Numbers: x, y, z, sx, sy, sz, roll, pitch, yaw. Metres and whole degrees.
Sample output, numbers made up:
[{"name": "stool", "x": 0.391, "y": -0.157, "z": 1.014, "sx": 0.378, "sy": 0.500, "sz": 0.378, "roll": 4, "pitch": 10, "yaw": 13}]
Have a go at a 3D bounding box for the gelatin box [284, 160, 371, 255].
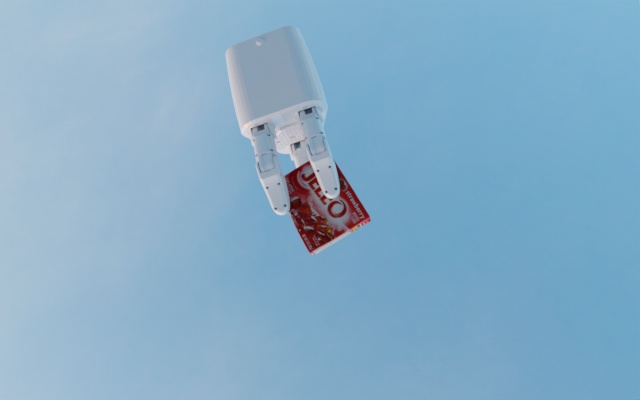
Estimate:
[{"name": "gelatin box", "x": 0.000, "y": 0.002, "z": 0.508, "sx": 0.073, "sy": 0.089, "sz": 0.030, "roll": -31, "pitch": -14, "yaw": 2}]
